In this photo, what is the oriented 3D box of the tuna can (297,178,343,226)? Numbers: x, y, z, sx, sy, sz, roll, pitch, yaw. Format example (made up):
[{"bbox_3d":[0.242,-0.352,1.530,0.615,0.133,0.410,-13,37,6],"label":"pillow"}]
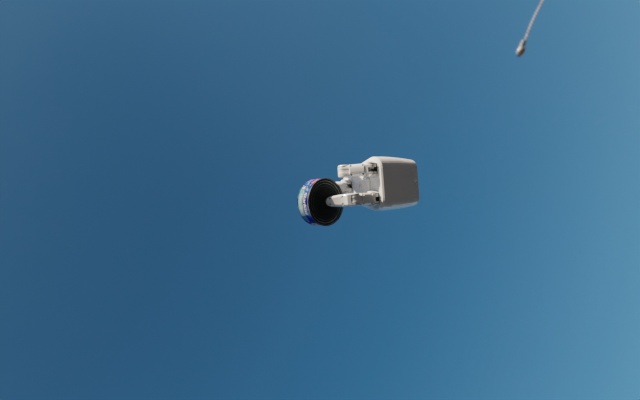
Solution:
[{"bbox_3d":[0.000,0.003,0.859,0.086,0.086,0.034,0,-1,-41],"label":"tuna can"}]
